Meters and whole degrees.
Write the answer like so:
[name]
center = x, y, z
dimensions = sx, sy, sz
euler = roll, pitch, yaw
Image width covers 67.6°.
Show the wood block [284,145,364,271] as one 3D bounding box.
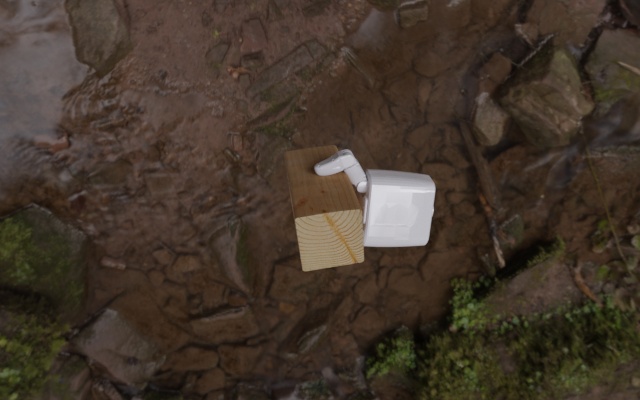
[wood block]
center = 0.001, 0.002, 0.725
dimensions = 0.090, 0.091, 0.206
euler = -8, 31, -4
